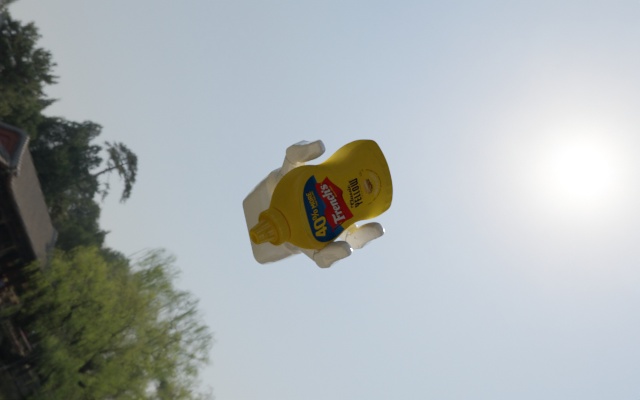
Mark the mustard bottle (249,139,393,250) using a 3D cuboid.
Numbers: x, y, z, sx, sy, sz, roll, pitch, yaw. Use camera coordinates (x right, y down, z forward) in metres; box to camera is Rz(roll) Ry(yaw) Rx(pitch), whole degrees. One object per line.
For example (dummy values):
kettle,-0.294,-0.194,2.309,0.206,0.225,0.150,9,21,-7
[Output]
mustard bottle,0.000,0.002,0.551,0.191,0.096,0.058,-27,23,-34
